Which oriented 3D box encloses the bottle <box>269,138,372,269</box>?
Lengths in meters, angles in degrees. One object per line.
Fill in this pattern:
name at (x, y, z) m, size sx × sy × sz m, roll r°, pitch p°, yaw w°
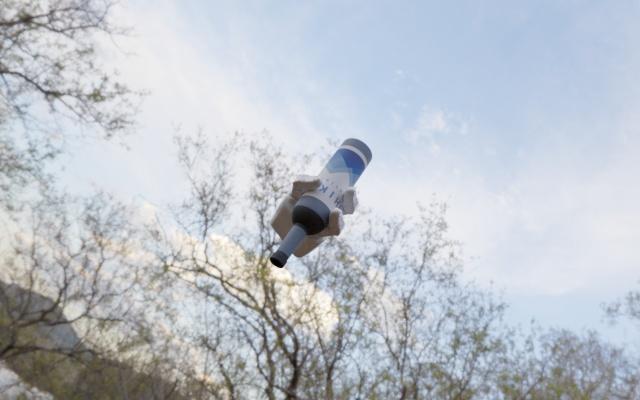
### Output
bottle at (0.000, 0.003, 0.857) m, size 0.069 × 0.069 × 0.295 m, roll 0°, pitch 43°, yaw 42°
